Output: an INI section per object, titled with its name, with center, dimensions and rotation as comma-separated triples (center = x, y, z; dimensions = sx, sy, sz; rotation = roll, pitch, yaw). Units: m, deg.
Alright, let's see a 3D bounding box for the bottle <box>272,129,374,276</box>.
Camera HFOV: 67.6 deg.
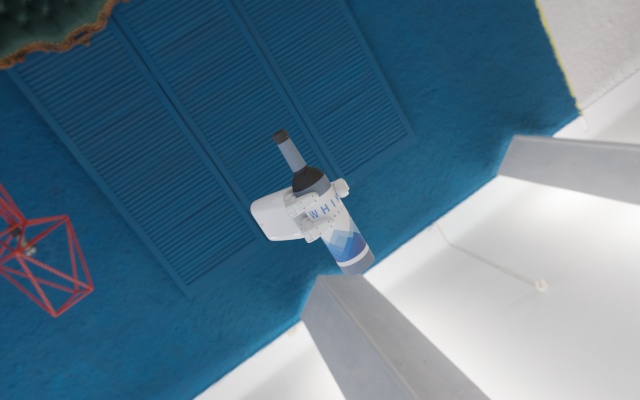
[bottle]
center = 0.000, 0.003, 0.867
dimensions = 0.069, 0.296, 0.069
rotation = -28, 17, 10
